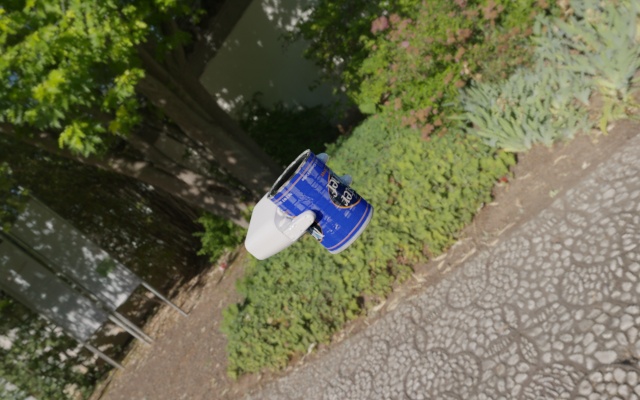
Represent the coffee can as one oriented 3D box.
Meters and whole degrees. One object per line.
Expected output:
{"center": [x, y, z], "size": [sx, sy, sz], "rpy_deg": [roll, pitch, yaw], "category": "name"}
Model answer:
{"center": [0.000, 0.003, 0.763], "size": [0.140, 0.103, 0.103], "rpy_deg": [41, -11, -13], "category": "coffee can"}
